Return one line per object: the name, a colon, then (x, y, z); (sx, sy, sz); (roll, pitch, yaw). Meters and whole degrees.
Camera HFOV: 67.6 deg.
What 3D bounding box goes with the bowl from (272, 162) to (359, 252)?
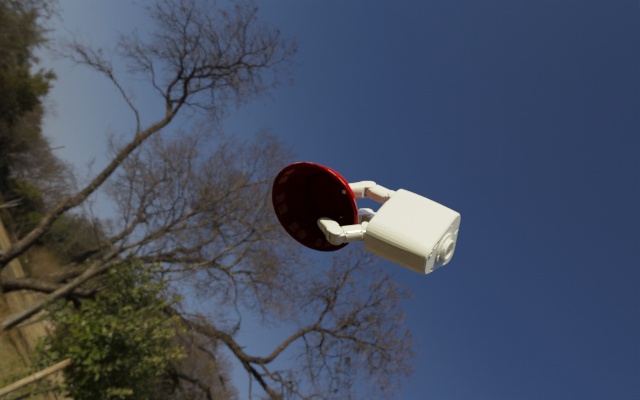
bowl: (-0.001, 0.002, 0.794); (0.162, 0.162, 0.055); (0, 25, 32)
